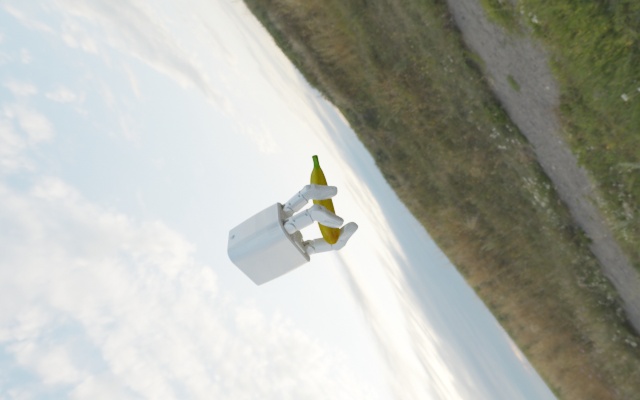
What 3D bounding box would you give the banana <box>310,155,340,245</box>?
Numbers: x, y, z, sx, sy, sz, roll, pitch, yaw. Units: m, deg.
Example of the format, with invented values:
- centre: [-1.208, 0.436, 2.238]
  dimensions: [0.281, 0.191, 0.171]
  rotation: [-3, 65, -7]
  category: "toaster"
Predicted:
- centre: [0.005, 0.011, 0.858]
  dimensions: [0.037, 0.197, 0.070]
  rotation: [-19, -38, 6]
  category: "banana"
